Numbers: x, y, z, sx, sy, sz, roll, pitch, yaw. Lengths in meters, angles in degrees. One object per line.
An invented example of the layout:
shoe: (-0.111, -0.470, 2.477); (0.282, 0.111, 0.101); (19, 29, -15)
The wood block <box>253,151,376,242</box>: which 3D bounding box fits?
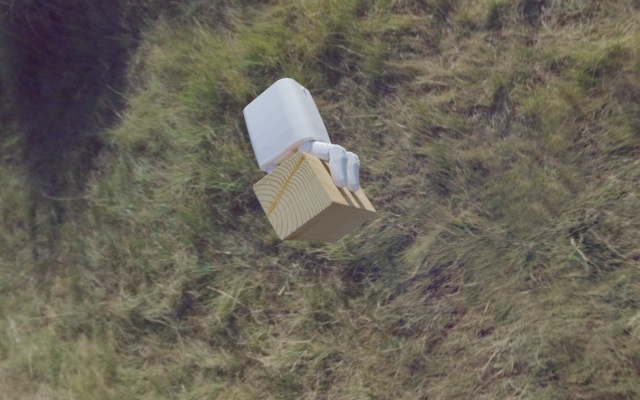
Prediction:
wood block: (0.000, 0.002, 0.725); (0.091, 0.090, 0.206); (-36, -17, 16)
